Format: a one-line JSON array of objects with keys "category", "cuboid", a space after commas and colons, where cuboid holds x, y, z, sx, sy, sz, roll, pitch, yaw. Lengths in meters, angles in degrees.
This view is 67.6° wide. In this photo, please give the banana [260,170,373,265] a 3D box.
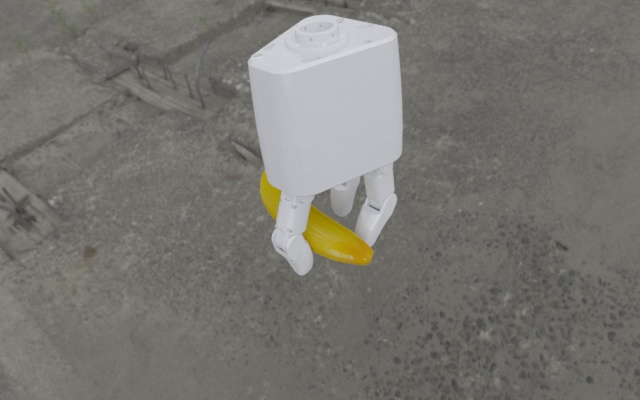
[{"category": "banana", "cuboid": [-0.019, 0.005, 0.481, 0.069, 0.037, 0.197, -15, 36, -15]}]
